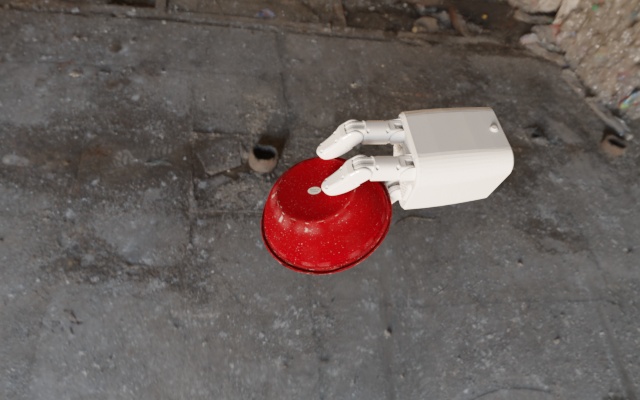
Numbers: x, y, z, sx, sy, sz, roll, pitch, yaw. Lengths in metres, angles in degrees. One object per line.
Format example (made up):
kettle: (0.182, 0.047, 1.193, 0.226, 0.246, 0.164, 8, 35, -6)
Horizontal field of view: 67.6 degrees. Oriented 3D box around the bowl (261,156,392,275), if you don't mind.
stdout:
bowl: (-0.001, 0.002, 0.554, 0.162, 0.162, 0.055, 0, -34, 15)
